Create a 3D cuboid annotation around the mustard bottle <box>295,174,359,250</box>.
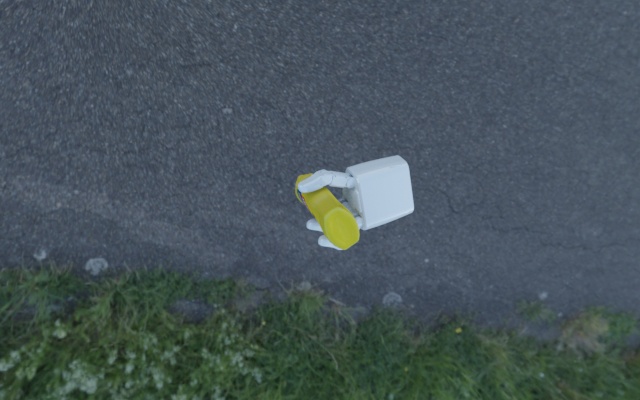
[{"bbox_3d":[0.000,0.003,0.870,0.058,0.096,0.191,-36,39,-2],"label":"mustard bottle"}]
